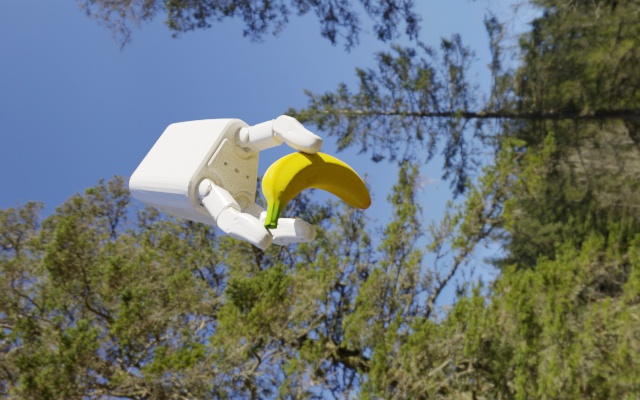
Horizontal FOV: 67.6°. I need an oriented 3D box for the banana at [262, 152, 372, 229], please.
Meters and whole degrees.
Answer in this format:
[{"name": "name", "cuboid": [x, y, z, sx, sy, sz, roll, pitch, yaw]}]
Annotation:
[{"name": "banana", "cuboid": [-0.002, -0.017, 0.498, 0.037, 0.069, 0.198, 3, 7, 34]}]
